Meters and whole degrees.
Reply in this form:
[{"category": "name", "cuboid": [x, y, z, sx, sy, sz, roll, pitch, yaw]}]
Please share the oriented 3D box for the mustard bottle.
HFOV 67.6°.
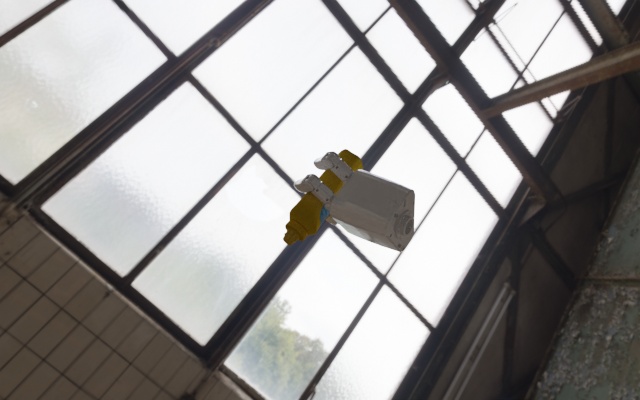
[{"category": "mustard bottle", "cuboid": [0.000, 0.002, 0.831, 0.058, 0.191, 0.096, 34, -25, 12]}]
